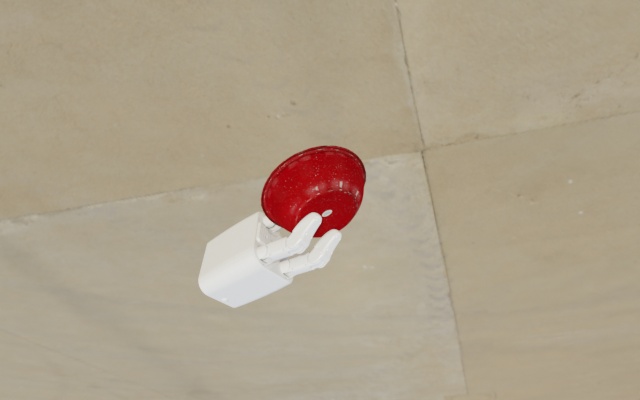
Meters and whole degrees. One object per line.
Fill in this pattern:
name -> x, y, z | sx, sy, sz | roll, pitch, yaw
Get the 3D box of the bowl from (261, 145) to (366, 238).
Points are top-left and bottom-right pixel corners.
bowl -> 0.001, 0.002, 0.677 | 0.162, 0.162, 0.055 | 0, 42, -27
